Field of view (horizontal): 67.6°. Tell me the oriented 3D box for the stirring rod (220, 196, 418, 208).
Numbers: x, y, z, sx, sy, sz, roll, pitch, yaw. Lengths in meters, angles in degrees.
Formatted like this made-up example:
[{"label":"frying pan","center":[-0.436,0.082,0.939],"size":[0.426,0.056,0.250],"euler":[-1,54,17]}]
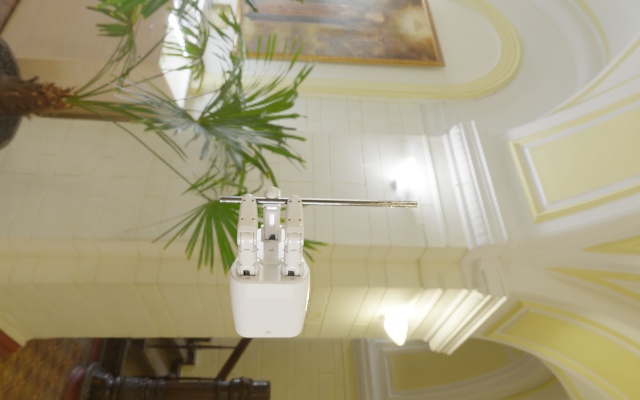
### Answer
[{"label":"stirring rod","center":[0.000,0.002,0.583],"size":[0.239,0.011,0.011],"euler":[1,0,-5]}]
